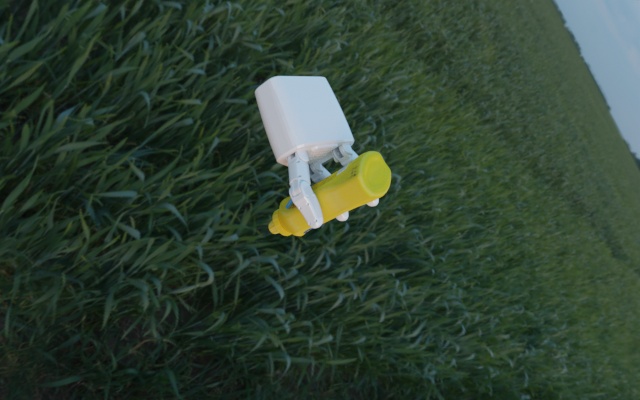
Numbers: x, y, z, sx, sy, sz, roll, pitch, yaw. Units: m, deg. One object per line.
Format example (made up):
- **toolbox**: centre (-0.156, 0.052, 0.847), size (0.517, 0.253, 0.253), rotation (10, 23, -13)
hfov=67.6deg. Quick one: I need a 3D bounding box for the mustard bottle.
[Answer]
- **mustard bottle**: centre (0.000, 0.002, 0.654), size (0.192, 0.058, 0.096), rotation (-28, 12, 32)
